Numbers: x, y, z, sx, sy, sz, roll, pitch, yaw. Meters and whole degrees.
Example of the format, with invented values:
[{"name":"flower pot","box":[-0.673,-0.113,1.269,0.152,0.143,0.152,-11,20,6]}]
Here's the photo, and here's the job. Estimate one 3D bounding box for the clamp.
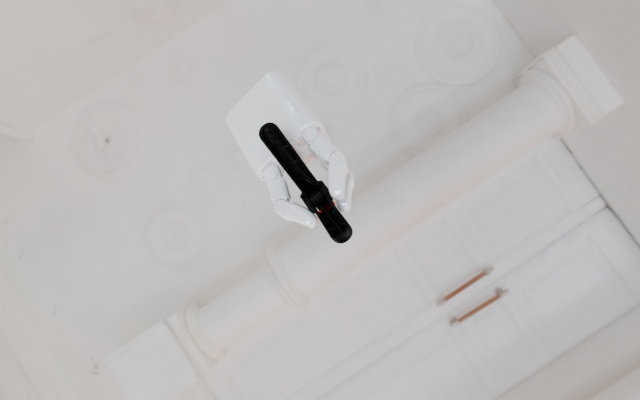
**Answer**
[{"name":"clamp","box":[-0.001,0.002,0.612,0.036,0.164,0.210,-35,-21,1]}]
